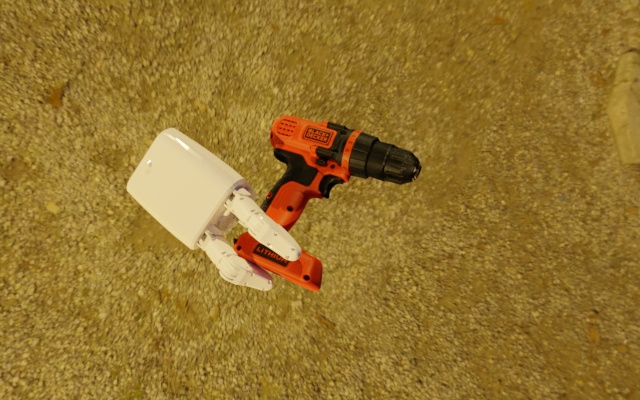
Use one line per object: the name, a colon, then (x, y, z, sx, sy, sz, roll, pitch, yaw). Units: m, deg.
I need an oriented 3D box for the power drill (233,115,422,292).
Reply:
power drill: (0.000, 0.002, 0.538, 0.184, 0.187, 0.057, 18, -16, 22)
